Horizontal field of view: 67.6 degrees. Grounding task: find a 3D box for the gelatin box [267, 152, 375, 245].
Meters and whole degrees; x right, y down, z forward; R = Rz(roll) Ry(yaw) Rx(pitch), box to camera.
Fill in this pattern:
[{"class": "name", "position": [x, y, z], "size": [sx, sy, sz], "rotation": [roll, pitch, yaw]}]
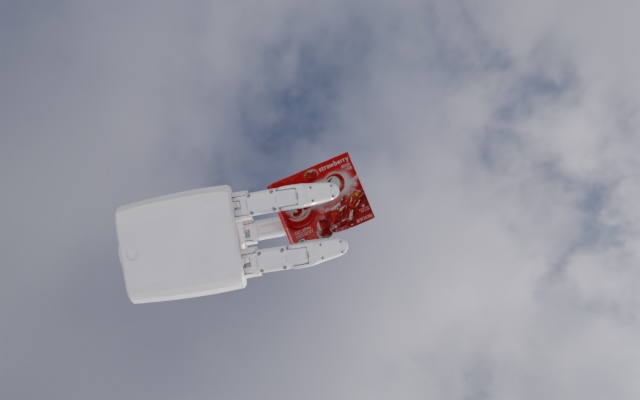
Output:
[{"class": "gelatin box", "position": [0.000, 0.001, 0.484], "size": [0.089, 0.073, 0.030], "rotation": [-23, 1, -13]}]
